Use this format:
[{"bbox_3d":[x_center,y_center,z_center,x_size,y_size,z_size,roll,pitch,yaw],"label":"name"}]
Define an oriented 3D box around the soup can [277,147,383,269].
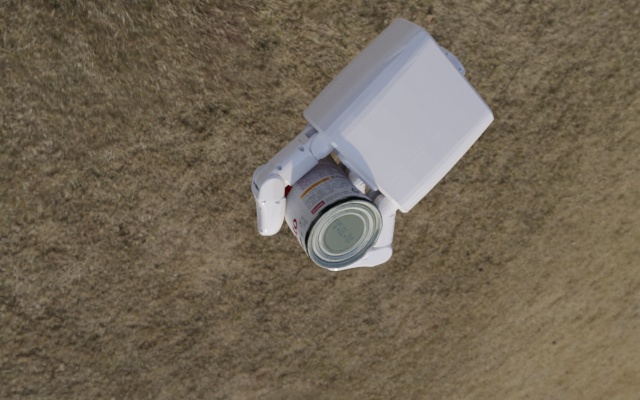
[{"bbox_3d":[0.000,0.002,0.404,0.068,0.068,0.102,0,31,-28],"label":"soup can"}]
